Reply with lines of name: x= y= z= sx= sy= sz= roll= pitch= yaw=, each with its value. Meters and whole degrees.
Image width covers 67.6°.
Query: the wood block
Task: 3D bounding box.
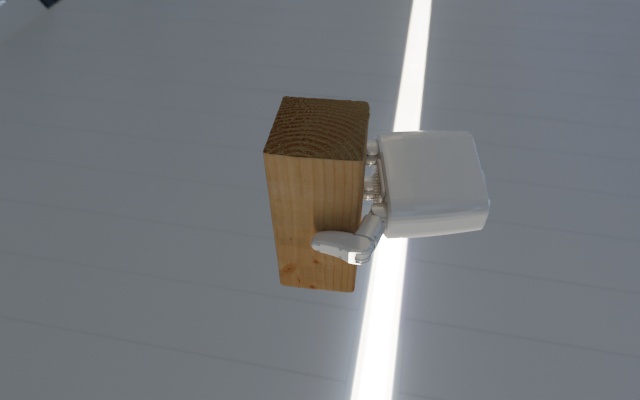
wood block: x=0.000 y=0.002 z=0.515 sx=0.090 sy=0.090 sz=0.206 roll=5 pitch=-44 yaw=6
